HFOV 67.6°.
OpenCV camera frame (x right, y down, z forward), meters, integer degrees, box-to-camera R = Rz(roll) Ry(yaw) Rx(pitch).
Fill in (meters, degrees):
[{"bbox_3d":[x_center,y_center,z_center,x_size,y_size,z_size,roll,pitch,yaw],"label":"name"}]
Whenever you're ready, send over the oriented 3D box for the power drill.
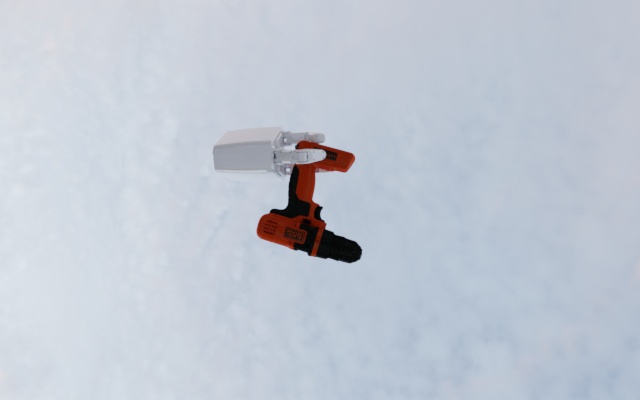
[{"bbox_3d":[0.000,0.002,0.819,0.184,0.187,0.057,16,-9,0],"label":"power drill"}]
